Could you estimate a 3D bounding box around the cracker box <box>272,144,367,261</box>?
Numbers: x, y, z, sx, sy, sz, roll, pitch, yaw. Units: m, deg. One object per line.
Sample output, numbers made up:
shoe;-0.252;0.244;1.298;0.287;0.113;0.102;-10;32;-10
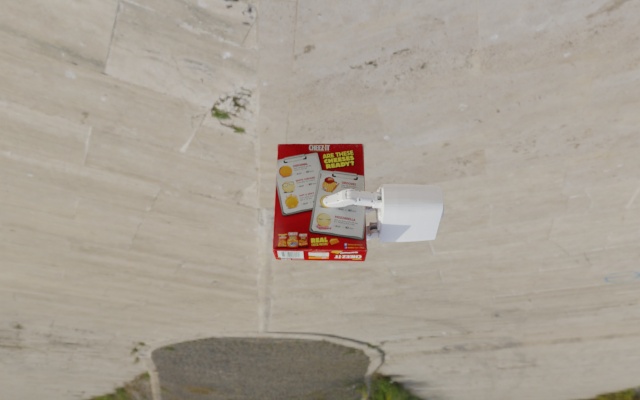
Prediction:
cracker box;0.000;0.003;0.879;0.164;0.213;0.072;0;-25;0
